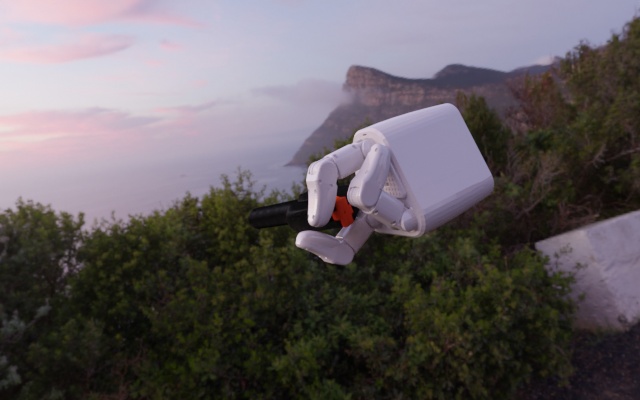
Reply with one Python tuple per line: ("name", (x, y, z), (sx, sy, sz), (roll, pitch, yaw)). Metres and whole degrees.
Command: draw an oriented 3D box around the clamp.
("clamp", (0.000, 0.001, 0.524), (0.120, 0.039, 0.171), (-34, 18, -25))
